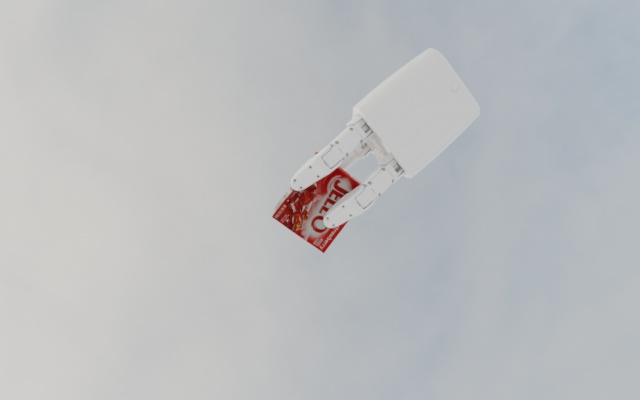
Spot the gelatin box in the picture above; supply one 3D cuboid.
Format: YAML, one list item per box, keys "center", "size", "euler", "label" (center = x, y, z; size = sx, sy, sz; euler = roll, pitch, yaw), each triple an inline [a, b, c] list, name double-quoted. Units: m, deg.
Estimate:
- center: [0.000, 0.002, 0.534]
  size: [0.073, 0.089, 0.030]
  euler: [36, 7, -13]
  label: "gelatin box"
